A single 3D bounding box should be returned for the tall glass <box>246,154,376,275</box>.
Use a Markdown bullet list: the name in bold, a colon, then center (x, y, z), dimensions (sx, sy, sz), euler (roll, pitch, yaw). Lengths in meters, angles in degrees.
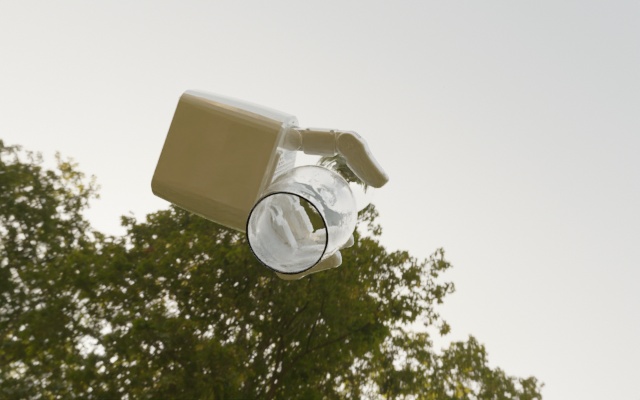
- **tall glass**: center (0.000, 0.001, 0.429), dimensions (0.079, 0.079, 0.201), euler (0, 13, 14)
